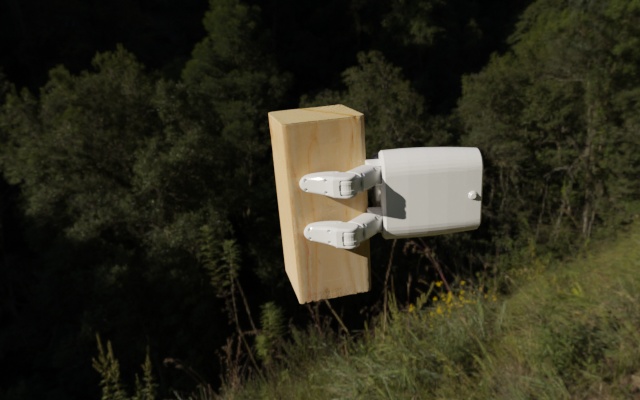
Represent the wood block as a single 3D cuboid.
[{"bbox_3d":[0.000,0.002,0.555,0.090,0.206,0.090,-9,20,-12],"label":"wood block"}]
